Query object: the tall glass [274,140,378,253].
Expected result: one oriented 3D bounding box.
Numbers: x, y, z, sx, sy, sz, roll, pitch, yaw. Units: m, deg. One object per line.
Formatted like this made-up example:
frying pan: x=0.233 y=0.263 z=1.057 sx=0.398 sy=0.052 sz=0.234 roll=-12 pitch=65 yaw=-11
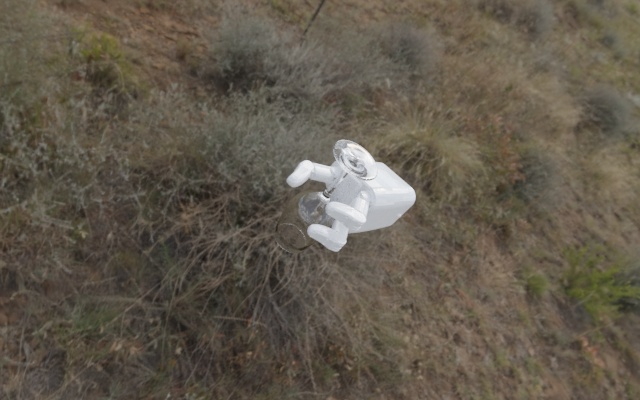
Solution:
tall glass: x=0.000 y=0.002 z=0.729 sx=0.079 sy=0.079 sz=0.201 roll=0 pitch=-37 yaw=-39
